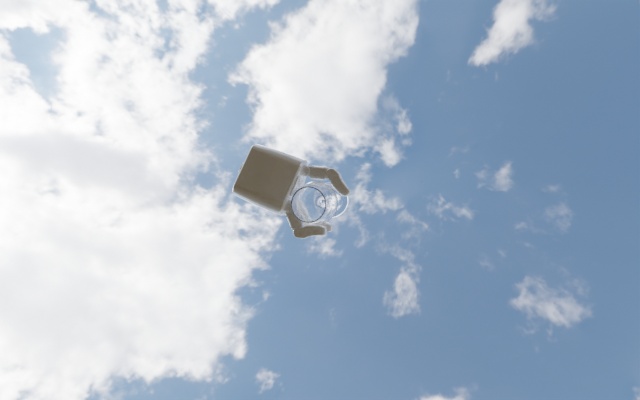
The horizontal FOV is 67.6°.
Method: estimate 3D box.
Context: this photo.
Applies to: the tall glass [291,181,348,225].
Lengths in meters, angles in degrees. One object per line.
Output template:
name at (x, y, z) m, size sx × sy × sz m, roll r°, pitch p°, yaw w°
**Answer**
tall glass at (0.000, 0.003, 0.900) m, size 0.079 × 0.079 × 0.201 m, roll 0°, pitch 2°, yaw 12°
